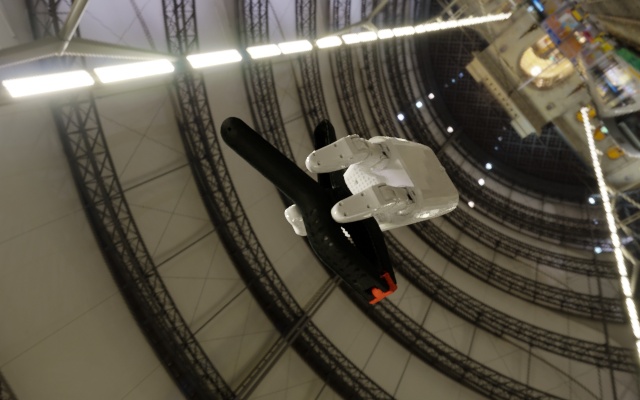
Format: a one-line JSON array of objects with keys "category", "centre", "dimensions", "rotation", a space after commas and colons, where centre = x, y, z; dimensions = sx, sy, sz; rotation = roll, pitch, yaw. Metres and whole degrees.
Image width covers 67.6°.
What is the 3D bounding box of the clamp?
[{"category": "clamp", "centre": [0.000, 0.002, 0.455], "dimensions": [0.036, 0.210, 0.164], "rotation": [-39, -21, 33]}]
